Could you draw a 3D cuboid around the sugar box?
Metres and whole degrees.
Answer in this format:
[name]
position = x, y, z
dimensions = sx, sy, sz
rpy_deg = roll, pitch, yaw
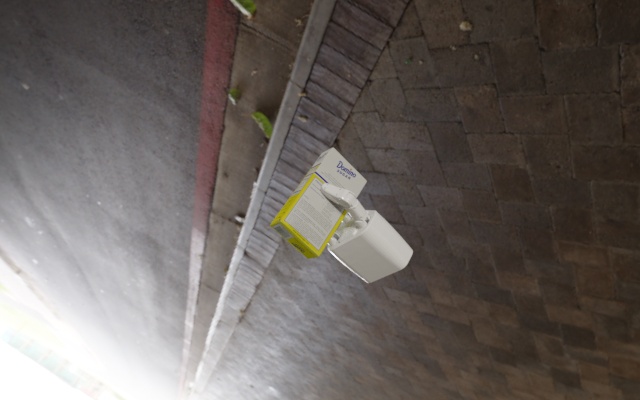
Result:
[sugar box]
position = 0.000, 0.003, 0.823
dimensions = 0.093, 0.176, 0.048
rpy_deg = 44, -32, -16
